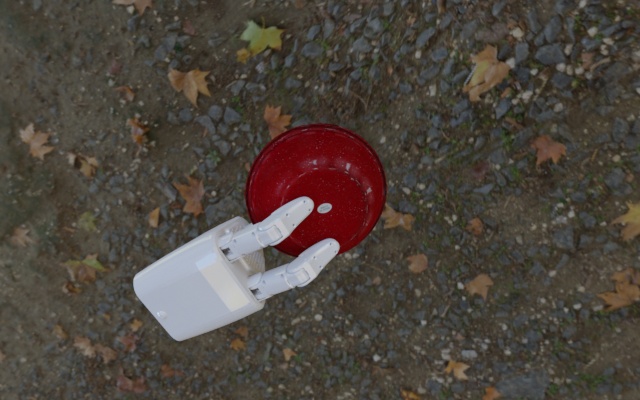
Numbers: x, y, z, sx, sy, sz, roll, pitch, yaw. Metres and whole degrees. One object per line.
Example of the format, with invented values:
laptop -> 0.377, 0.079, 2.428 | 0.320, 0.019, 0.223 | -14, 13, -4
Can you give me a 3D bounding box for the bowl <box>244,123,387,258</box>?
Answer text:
bowl -> 0.001, 0.001, 0.514 | 0.162, 0.162, 0.055 | 0, 19, -9
